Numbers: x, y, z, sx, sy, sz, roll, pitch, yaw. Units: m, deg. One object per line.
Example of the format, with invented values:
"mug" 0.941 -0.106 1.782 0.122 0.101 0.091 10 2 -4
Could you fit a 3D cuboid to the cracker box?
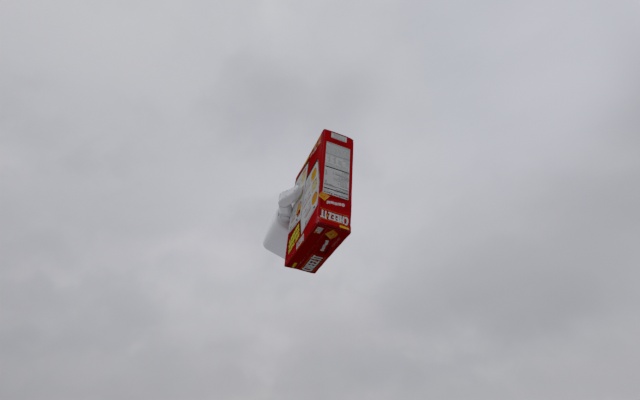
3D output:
"cracker box" 0.000 0.003 0.884 0.072 0.213 0.164 16 -38 -15
